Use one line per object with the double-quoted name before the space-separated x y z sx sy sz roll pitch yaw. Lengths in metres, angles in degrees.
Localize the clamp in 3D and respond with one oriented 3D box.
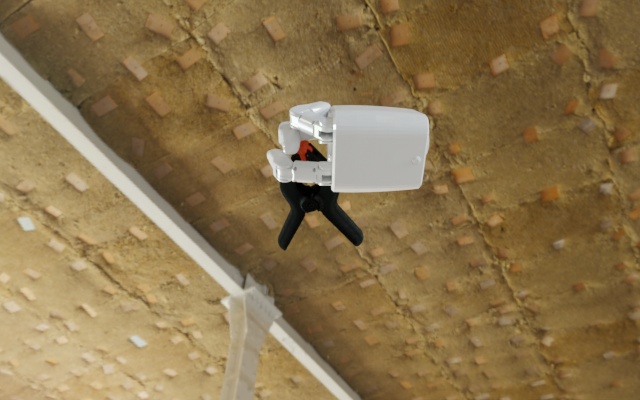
"clamp" 0.000 0.002 0.634 0.120 0.172 0.039 -1 39 -2
